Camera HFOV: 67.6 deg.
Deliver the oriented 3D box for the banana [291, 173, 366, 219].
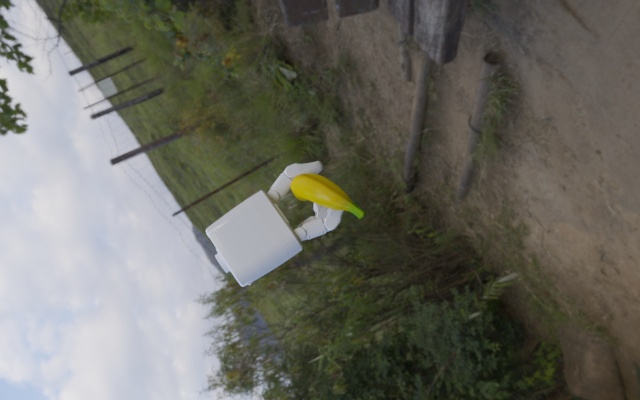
[{"bbox_3d":[-0.009,-0.011,0.695,0.037,0.070,0.197,-42,23,-12],"label":"banana"}]
